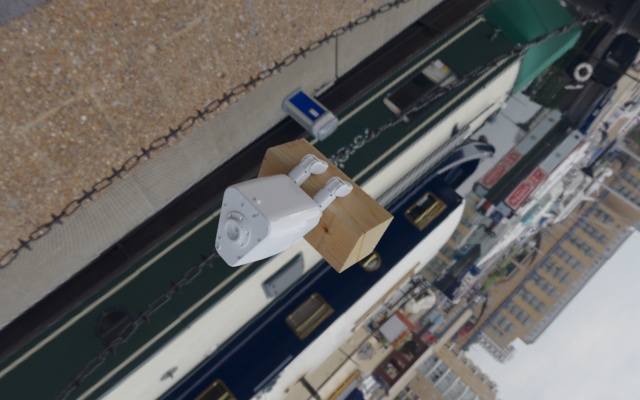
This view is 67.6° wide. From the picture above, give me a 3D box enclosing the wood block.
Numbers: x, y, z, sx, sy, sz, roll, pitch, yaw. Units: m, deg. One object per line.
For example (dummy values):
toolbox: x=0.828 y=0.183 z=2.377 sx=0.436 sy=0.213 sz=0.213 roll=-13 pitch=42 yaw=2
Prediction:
wood block: x=0.000 y=0.003 z=0.765 sx=0.206 sy=0.091 sz=0.090 roll=43 pitch=41 yaw=21
